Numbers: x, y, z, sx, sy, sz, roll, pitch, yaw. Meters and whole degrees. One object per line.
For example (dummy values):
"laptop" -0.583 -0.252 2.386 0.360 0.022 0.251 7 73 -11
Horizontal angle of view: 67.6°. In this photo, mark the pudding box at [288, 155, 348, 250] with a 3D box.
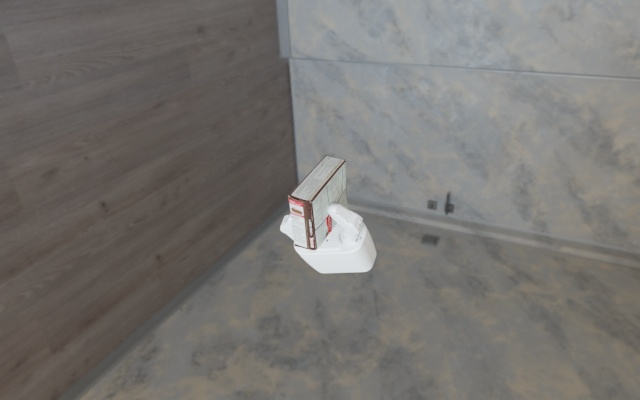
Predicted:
"pudding box" 0.000 0.002 0.677 0.039 0.090 0.113 12 40 23
